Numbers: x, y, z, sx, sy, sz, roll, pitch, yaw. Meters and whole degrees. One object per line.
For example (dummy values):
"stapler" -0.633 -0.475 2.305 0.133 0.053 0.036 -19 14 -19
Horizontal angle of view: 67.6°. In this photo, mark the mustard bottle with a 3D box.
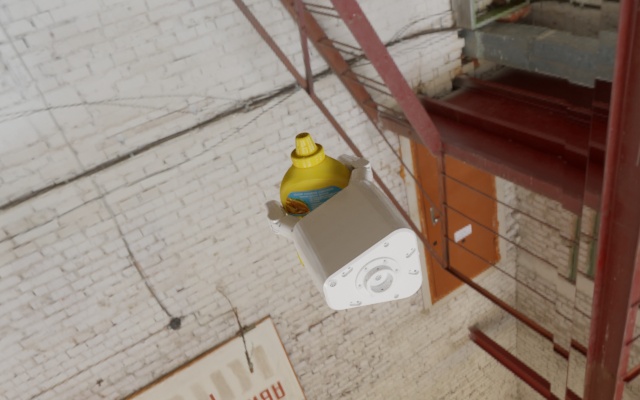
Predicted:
"mustard bottle" 0.000 0.002 0.609 0.096 0.192 0.058 -8 34 12
